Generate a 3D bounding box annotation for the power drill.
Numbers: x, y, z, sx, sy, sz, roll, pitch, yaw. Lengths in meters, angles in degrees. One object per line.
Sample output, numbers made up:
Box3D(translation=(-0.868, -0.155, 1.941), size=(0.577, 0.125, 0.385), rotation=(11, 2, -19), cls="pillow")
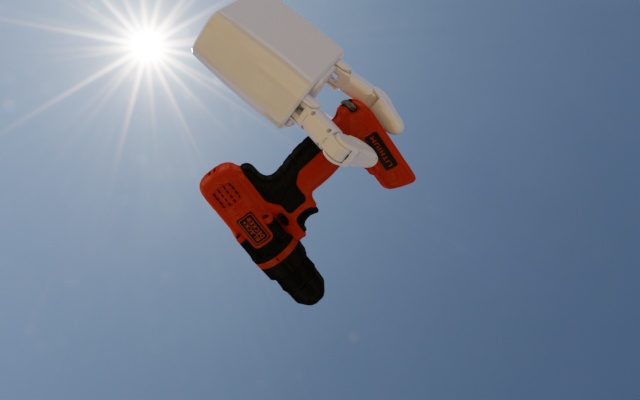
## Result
Box3D(translation=(0.000, 0.001, 0.491), size=(0.187, 0.184, 0.057), rotation=(-36, 22, 2), cls="power drill")
